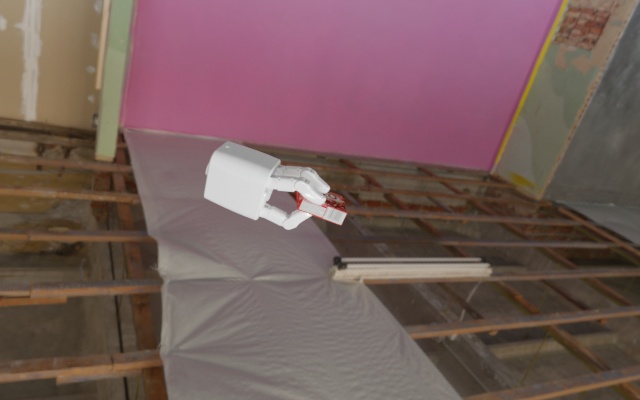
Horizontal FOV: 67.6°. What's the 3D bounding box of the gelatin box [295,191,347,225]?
[{"bbox_3d":[0.000,0.003,0.868,0.089,0.030,0.073,21,22,-14],"label":"gelatin box"}]
